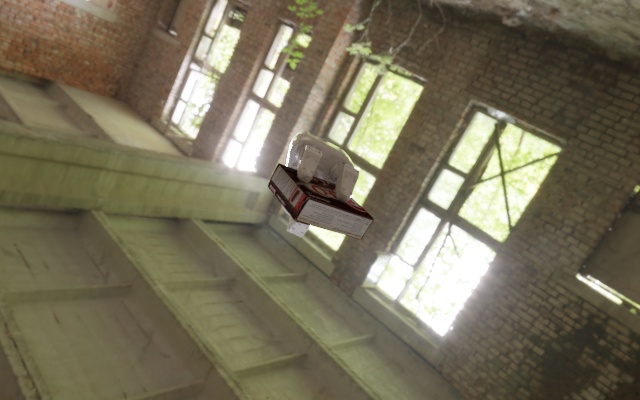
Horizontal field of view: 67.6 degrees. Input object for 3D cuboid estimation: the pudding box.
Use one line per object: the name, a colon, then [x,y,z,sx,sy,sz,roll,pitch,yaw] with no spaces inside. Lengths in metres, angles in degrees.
pudding box: [0.000,0.002,0.604,0.113,0.039,0.090,16,19,-37]
